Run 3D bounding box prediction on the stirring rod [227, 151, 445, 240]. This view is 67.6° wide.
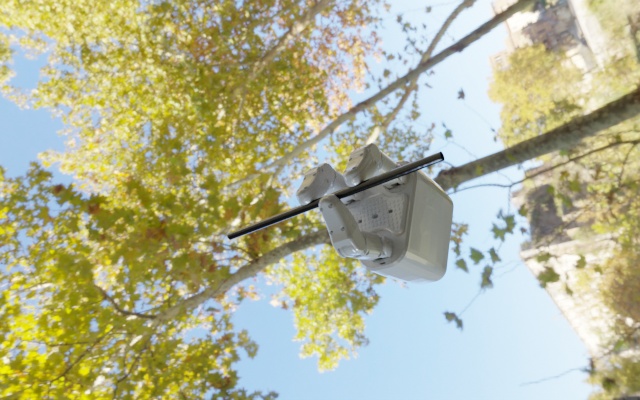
[{"bbox_3d":[0.000,0.001,0.437,0.239,0.011,0.011,-21,-12,32],"label":"stirring rod"}]
